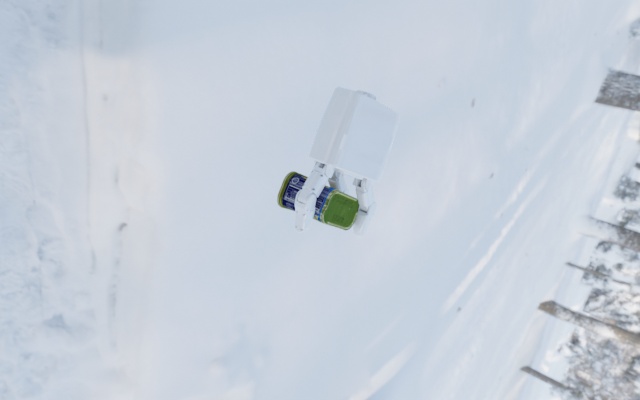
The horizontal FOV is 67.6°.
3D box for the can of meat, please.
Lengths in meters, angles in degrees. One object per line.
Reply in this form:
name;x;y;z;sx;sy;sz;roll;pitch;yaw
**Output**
can of meat;0.000;0.002;0.712;0.084;0.057;0.102;22;1;32
